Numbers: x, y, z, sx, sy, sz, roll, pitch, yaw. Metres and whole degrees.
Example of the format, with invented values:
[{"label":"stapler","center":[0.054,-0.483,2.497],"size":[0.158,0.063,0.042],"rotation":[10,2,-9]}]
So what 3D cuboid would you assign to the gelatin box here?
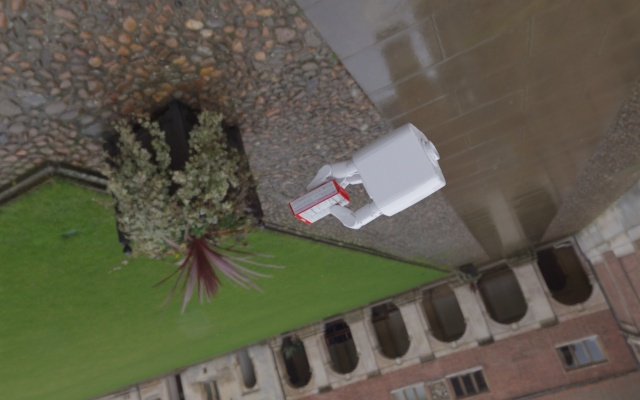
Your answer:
[{"label":"gelatin box","center":[0.000,0.003,0.812],"size":[0.089,0.030,0.073],"rotation":[-29,-20,10]}]
